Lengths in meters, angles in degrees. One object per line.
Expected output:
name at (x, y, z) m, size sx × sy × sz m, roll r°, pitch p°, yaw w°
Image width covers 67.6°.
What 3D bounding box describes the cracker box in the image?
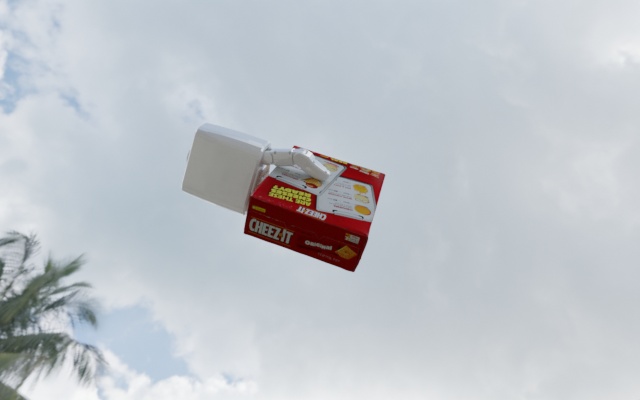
cracker box at (0.000, 0.002, 0.717) m, size 0.164 × 0.072 × 0.213 m, roll 18°, pitch 28°, yaw 5°
